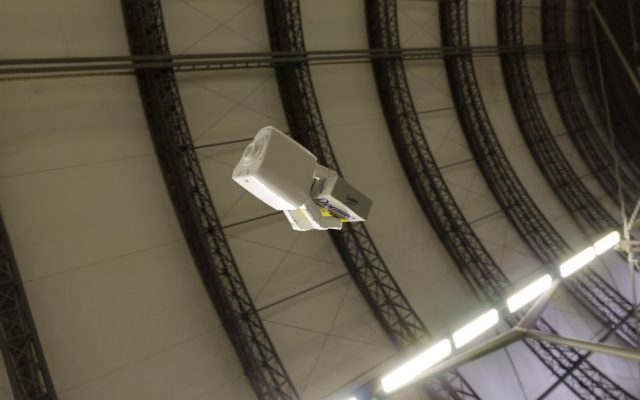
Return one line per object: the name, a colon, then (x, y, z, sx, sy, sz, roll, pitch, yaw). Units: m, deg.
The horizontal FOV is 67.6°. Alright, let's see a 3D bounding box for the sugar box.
sugar box: (0.000, 0.003, 0.877, 0.093, 0.048, 0.176, 35, -22, -31)
